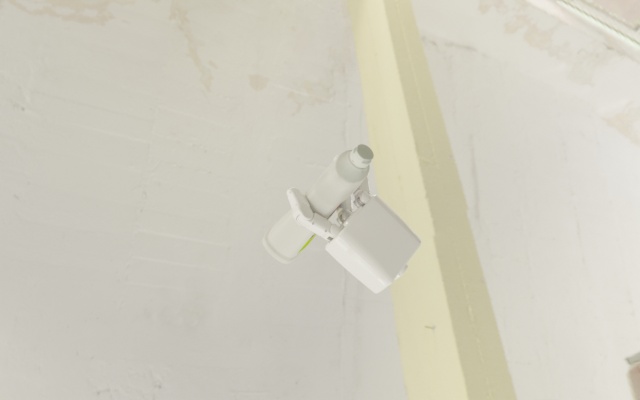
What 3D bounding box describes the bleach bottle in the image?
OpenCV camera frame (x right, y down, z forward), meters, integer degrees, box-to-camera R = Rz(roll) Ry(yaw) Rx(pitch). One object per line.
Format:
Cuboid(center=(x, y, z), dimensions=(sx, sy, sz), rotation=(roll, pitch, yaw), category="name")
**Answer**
Cuboid(center=(0.000, 0.002, 0.750), dimensions=(0.102, 0.068, 0.251), rotation=(-46, -2, -44), category="bleach bottle")
